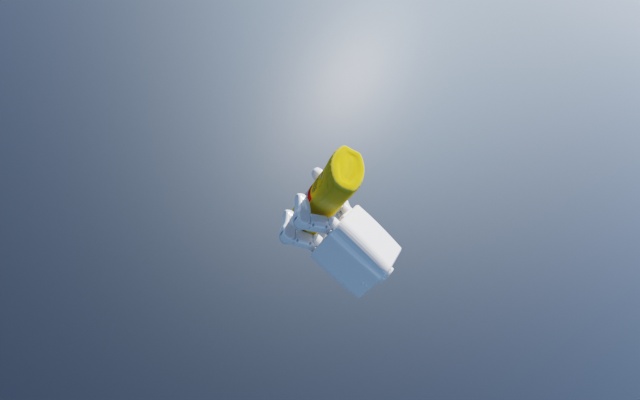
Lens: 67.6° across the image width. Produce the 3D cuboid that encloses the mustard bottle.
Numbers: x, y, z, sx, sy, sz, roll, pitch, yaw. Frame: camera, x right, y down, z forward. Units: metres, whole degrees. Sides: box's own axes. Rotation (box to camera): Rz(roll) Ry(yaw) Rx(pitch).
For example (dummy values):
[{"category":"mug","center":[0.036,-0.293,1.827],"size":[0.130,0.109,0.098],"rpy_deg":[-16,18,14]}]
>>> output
[{"category":"mustard bottle","center":[0.000,0.002,0.780],"size":[0.058,0.096,0.192],"rpy_deg":[25,-44,-13]}]
